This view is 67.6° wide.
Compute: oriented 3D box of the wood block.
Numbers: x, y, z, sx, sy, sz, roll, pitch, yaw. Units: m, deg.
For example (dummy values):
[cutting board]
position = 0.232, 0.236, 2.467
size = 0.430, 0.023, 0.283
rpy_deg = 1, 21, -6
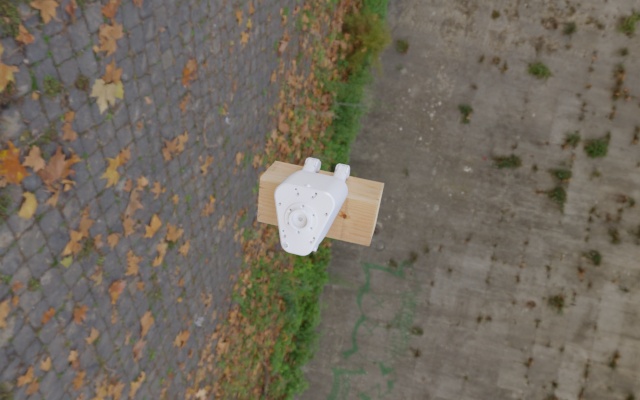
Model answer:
[wood block]
position = 0.000, 0.003, 0.858
size = 0.206, 0.091, 0.090
rpy_deg = 13, 27, 9
